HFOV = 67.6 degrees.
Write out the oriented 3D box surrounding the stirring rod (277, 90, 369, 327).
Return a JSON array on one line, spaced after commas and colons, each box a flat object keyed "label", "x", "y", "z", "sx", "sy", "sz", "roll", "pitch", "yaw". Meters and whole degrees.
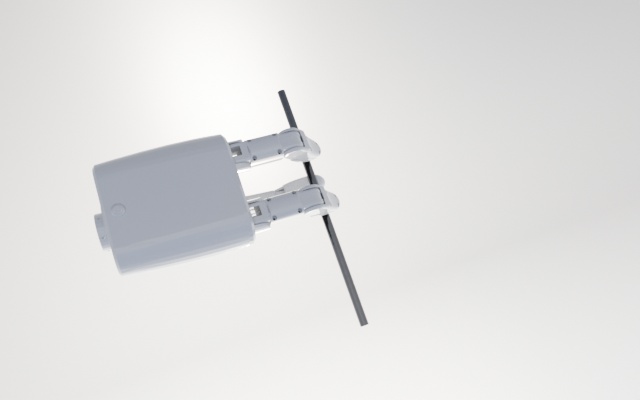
[{"label": "stirring rod", "x": 0.000, "y": 0.001, "z": 0.454, "sx": 0.011, "sy": 0.239, "sz": 0.011, "roll": -19, "pitch": -12, "yaw": -4}]
